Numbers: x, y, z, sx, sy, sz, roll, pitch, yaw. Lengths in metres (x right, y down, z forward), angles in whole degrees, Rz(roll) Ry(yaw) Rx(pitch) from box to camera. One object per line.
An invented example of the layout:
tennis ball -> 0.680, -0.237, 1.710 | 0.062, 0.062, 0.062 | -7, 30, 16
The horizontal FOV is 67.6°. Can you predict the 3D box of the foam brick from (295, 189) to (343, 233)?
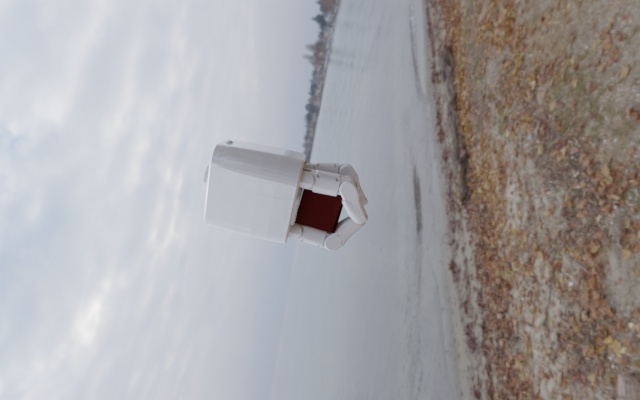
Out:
foam brick -> 0.000, 0.002, 0.614 | 0.051, 0.053, 0.078 | 15, 11, -3
